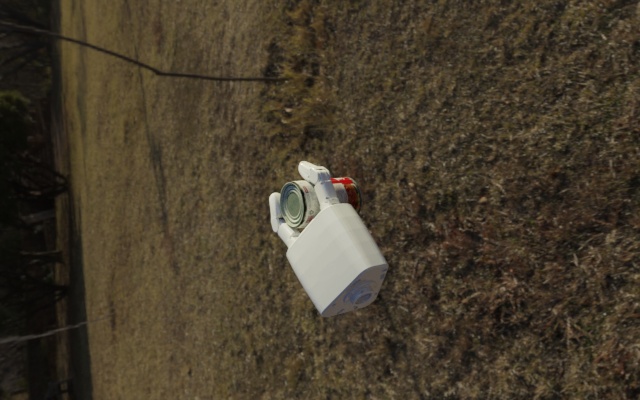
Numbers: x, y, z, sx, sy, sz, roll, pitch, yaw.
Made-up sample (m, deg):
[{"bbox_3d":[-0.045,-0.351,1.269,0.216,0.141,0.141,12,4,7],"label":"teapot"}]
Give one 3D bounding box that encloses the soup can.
[{"bbox_3d":[0.000,0.002,0.701,0.102,0.068,0.068,-6,3,-35],"label":"soup can"}]
